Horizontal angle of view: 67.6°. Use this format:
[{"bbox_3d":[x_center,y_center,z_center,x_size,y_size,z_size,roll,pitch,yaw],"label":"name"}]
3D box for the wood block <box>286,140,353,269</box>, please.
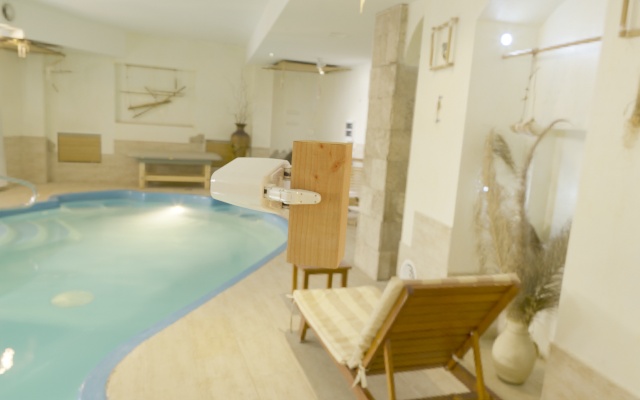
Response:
[{"bbox_3d":[0.000,0.003,0.823,0.090,0.206,0.091,6,9,12],"label":"wood block"}]
